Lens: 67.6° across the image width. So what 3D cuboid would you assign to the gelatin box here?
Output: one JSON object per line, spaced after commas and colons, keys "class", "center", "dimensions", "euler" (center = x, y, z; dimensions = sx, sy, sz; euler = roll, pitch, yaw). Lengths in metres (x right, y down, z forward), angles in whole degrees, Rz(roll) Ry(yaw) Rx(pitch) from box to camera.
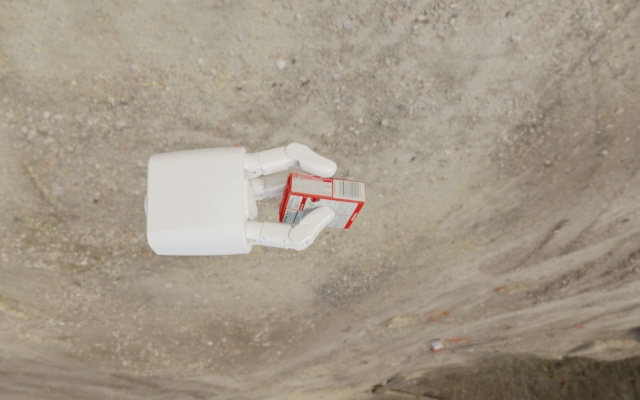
{"class": "gelatin box", "center": [0.000, 0.002, 0.552], "dimensions": [0.089, 0.030, 0.073], "euler": [7, -29, -10]}
